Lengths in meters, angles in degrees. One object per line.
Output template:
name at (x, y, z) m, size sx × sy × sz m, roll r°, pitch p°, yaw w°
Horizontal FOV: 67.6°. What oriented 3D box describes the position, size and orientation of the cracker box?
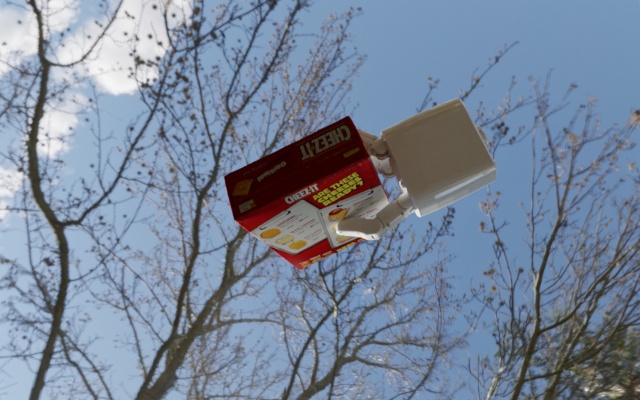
cracker box at (0.000, 0.002, 0.614) m, size 0.164 × 0.072 × 0.214 m, roll -26°, pitch -28°, yaw 7°
